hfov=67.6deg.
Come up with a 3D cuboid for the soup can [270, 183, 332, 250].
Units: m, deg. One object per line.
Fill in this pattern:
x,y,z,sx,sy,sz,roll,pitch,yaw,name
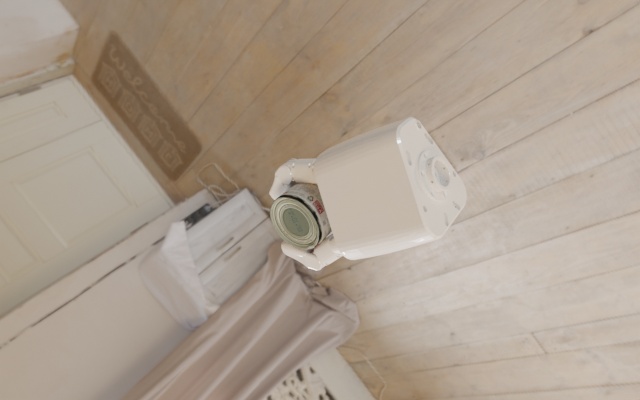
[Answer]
0.000,0.002,0.539,0.068,0.068,0.102,0,28,39,soup can
